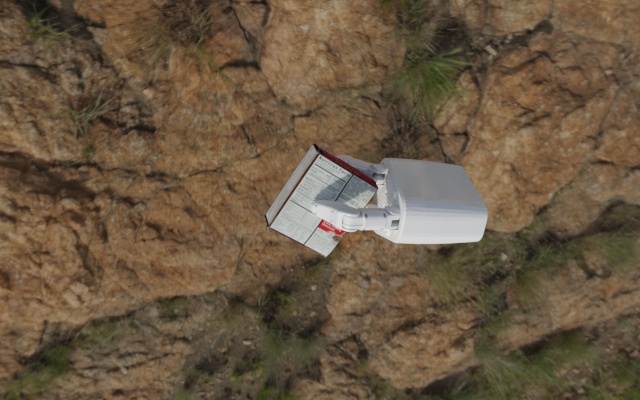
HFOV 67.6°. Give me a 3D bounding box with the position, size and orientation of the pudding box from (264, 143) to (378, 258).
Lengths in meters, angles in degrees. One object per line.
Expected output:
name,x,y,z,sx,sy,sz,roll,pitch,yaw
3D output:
pudding box,0.000,0.002,0.570,0.090,0.113,0.039,30,13,-21
